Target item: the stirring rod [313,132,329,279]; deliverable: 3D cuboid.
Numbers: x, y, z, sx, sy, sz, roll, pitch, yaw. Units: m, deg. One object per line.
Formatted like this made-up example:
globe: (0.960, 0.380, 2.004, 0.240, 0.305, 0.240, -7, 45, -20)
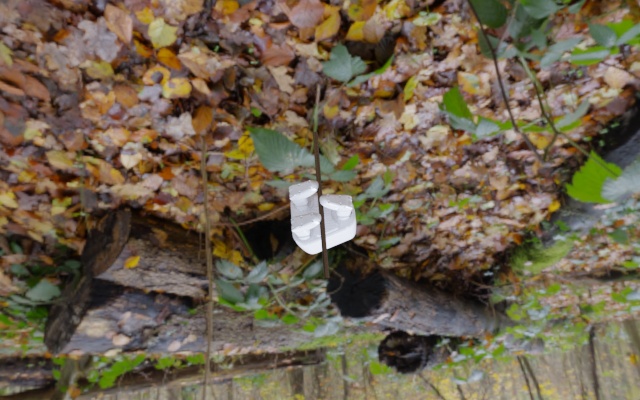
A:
stirring rod: (0.000, 0.002, 0.751, 0.011, 0.239, 0.011, -4, -18, -1)
